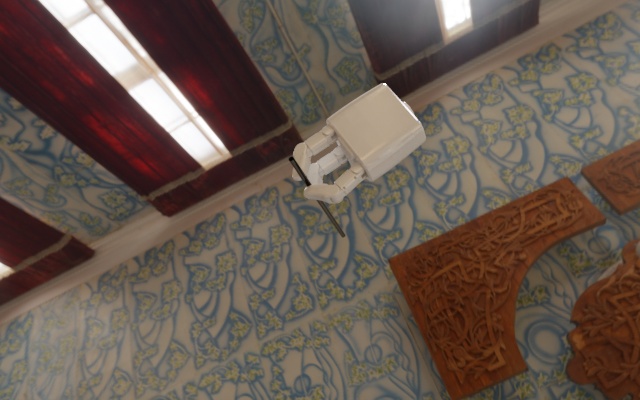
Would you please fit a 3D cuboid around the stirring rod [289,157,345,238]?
[{"bbox_3d":[0.000,0.002,0.760,0.011,0.011,0.240,0,-30,23],"label":"stirring rod"}]
